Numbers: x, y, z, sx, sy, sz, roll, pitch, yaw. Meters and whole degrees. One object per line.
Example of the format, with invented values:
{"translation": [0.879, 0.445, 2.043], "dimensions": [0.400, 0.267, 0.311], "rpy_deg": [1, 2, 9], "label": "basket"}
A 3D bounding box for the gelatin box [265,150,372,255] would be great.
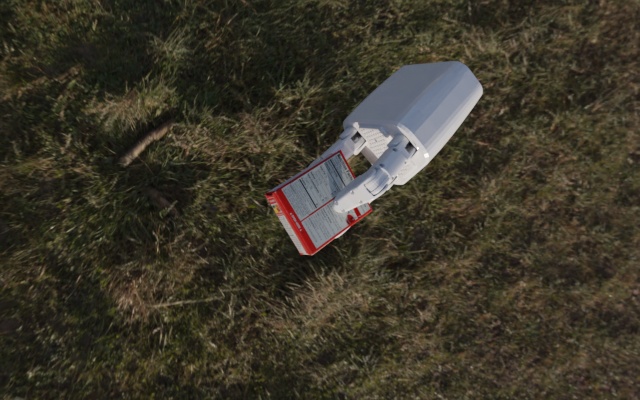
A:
{"translation": [0.000, 0.002, 0.486], "dimensions": [0.089, 0.073, 0.030], "rpy_deg": [-35, 11, -25], "label": "gelatin box"}
